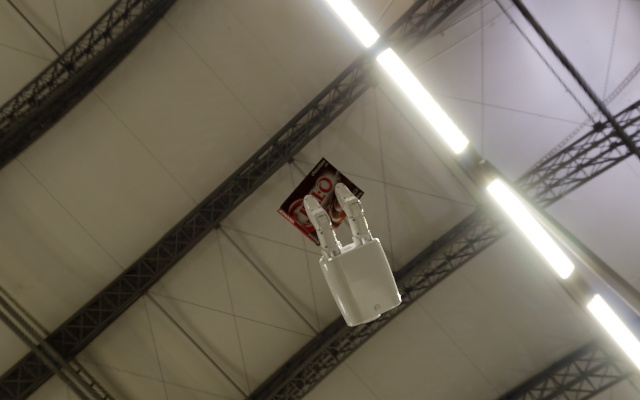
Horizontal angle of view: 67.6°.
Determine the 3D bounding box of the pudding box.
[{"bbox_3d":[0.000,0.003,0.759,0.090,0.113,0.039,41,-19,-4],"label":"pudding box"}]
